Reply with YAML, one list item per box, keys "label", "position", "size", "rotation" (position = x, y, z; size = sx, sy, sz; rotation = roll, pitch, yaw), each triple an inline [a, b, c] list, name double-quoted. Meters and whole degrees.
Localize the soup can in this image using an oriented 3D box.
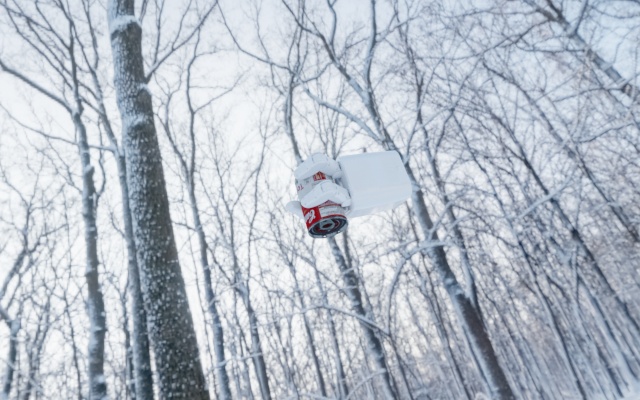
- label: "soup can"
  position: [0.000, 0.002, 0.787]
  size: [0.068, 0.102, 0.068]
  rotation: [-13, -28, -7]
